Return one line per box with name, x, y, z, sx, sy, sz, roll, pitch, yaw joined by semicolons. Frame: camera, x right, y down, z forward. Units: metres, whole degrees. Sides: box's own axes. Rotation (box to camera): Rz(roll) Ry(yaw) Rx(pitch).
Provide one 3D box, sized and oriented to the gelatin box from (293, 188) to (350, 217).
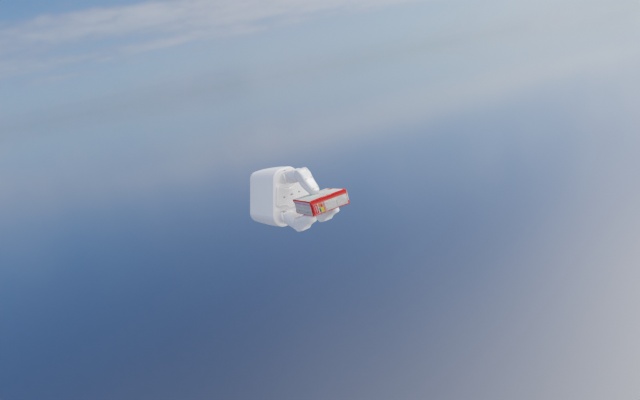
gelatin box;0.000;0.002;0.859;0.073;0.030;0.089;-19;9;-21
